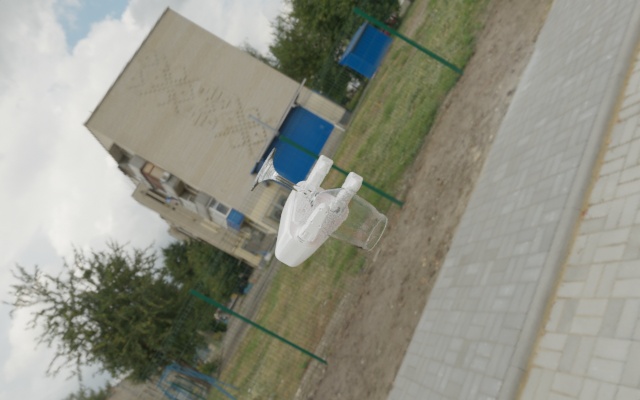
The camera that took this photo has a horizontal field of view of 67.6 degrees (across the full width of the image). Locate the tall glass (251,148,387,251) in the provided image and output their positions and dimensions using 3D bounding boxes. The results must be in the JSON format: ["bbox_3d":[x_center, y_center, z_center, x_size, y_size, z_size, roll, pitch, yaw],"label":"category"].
[{"bbox_3d":[0.000,0.002,0.722,0.201,0.079,0.079,29,-2,-4],"label":"tall glass"}]
